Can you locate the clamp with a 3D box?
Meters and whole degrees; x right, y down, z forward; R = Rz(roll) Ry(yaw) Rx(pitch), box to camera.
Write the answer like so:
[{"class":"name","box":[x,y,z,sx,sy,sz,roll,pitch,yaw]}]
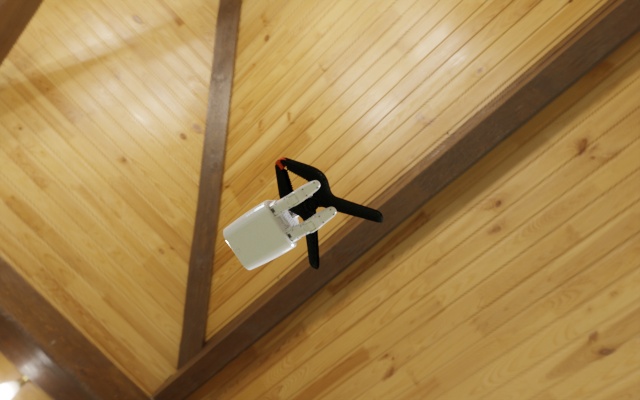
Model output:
[{"class":"clamp","box":[0.000,0.002,0.858,0.164,0.210,0.036,-31,7,15]}]
